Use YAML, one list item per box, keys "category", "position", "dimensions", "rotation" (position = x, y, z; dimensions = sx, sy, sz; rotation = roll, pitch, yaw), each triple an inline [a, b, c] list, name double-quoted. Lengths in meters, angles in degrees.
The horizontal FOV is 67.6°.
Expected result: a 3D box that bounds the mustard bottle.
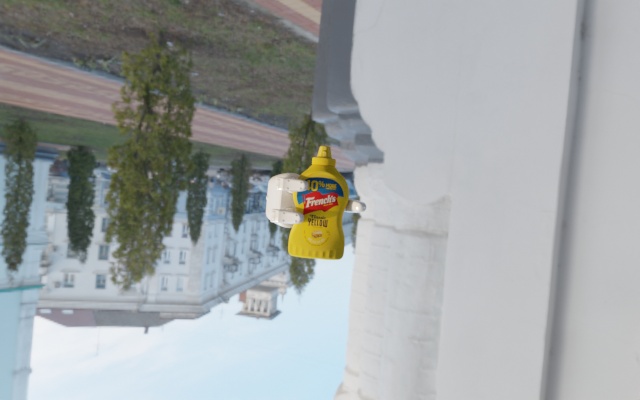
- category: "mustard bottle"
  position: [0.000, 0.003, 0.821]
  dimensions: [0.096, 0.191, 0.058]
  rotation: [5, 1, 4]
